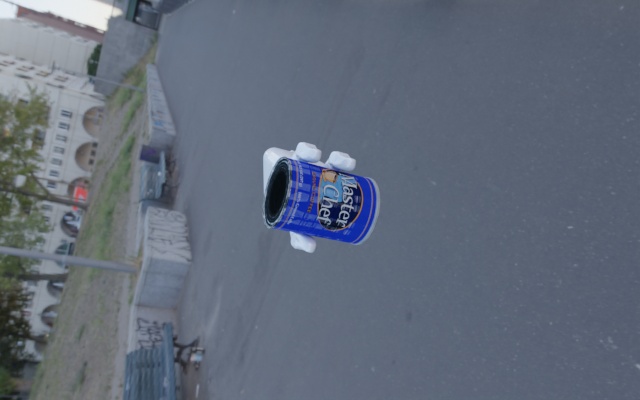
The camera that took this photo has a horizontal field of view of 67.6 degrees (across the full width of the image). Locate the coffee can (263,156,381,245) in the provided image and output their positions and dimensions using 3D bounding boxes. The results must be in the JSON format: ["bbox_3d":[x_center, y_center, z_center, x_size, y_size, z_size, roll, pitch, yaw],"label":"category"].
[{"bbox_3d":[0.000,0.002,0.688,0.140,0.103,0.103,13,-5,-23],"label":"coffee can"}]
